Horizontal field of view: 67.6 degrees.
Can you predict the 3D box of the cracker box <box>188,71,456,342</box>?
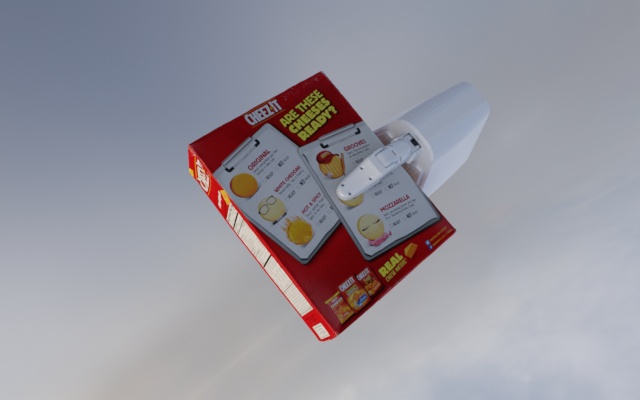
[{"bbox_3d":[0.000,0.002,0.469,0.164,0.213,0.072,-35,-9,-25],"label":"cracker box"}]
